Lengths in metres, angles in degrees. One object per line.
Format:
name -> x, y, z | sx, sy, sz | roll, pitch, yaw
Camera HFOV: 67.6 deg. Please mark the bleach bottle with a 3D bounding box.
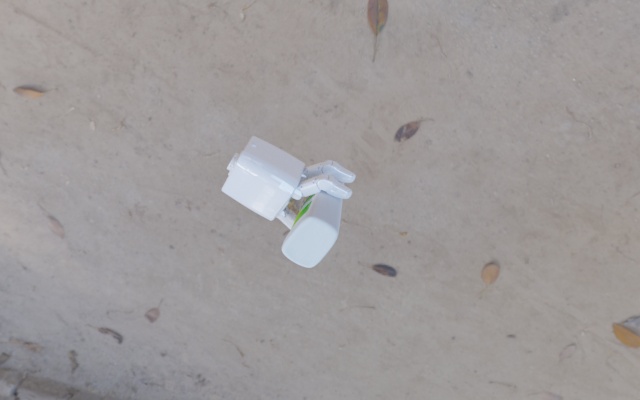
bleach bottle -> 0.000, 0.003, 0.854 | 0.068, 0.103, 0.250 | 32, 30, -11
